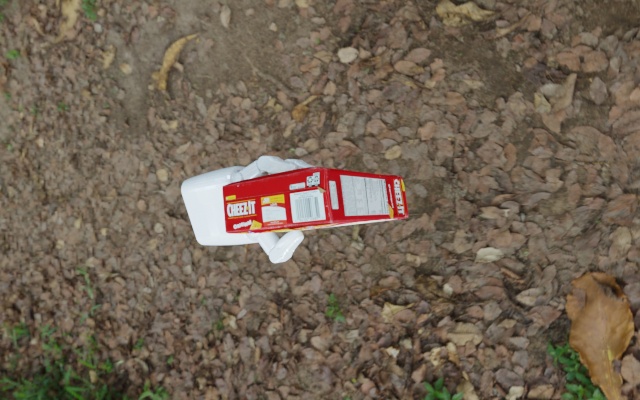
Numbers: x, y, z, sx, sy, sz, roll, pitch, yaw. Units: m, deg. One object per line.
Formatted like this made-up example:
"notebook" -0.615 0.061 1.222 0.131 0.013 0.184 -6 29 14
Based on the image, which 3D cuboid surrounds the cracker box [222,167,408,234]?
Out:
"cracker box" 0.000 0.002 0.654 0.164 0.072 0.214 -8 -4 33
